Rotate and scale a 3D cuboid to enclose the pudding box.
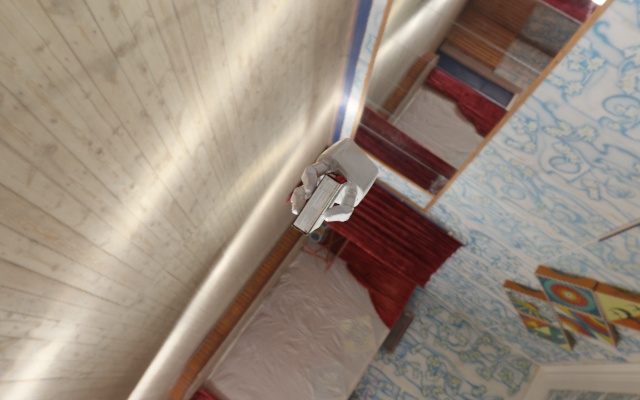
[{"bbox_3d":[0.000,0.003,0.861,0.039,0.113,0.090,33,10,7],"label":"pudding box"}]
